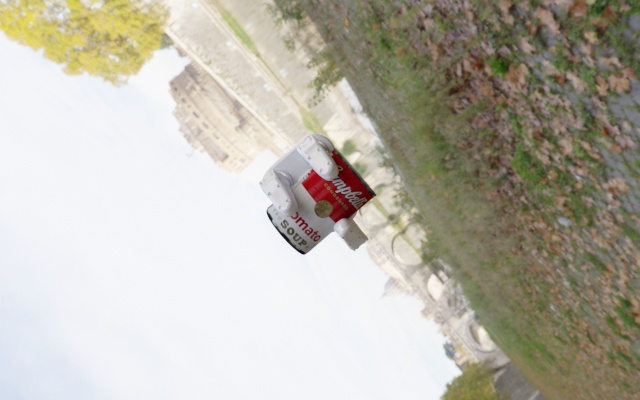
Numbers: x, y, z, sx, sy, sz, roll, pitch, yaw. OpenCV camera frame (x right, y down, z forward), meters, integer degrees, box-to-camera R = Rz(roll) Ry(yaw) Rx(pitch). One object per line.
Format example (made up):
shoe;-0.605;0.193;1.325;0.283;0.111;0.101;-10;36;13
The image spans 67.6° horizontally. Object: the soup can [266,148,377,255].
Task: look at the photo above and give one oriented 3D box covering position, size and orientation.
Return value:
soup can;0.000;0.002;0.515;0.102;0.068;0.068;-41;-4;5
